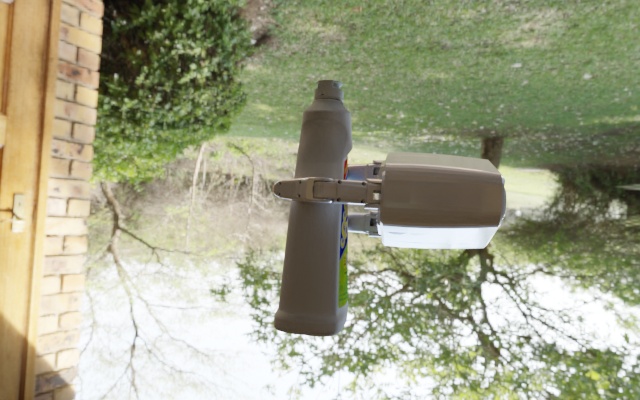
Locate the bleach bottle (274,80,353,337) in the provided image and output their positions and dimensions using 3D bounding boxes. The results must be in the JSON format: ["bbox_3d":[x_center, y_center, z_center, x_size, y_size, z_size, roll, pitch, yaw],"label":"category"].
[{"bbox_3d":[0.000,0.002,0.490,0.068,0.251,0.102,3,-2,10],"label":"bleach bottle"}]
